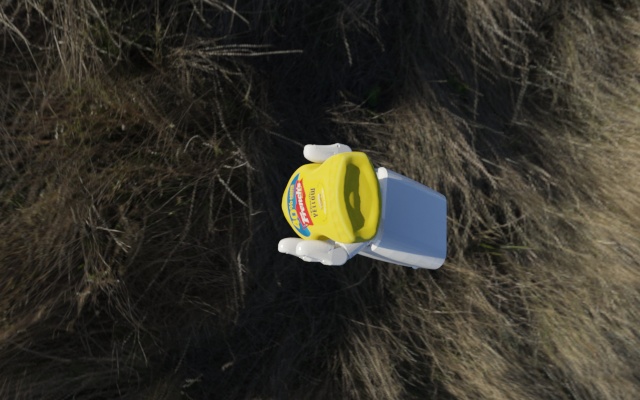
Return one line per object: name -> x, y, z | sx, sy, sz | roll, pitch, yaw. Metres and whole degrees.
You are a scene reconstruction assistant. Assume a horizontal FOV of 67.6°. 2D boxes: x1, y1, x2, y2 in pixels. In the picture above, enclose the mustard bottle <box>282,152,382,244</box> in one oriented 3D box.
mustard bottle -> 0.000, 0.002, 0.576 | 0.058, 0.096, 0.191 | -7, 0, -26
